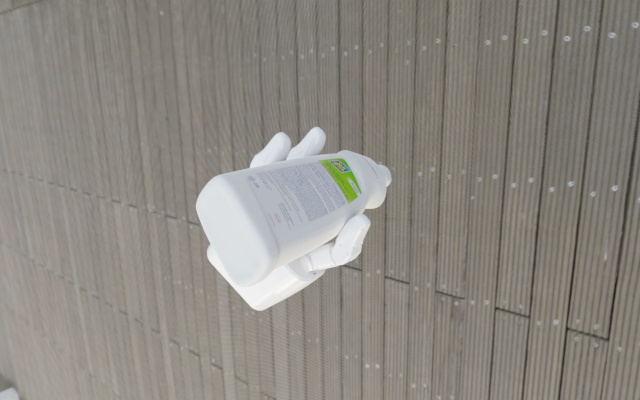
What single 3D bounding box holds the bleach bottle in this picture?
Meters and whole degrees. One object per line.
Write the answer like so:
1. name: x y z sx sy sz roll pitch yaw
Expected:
1. bleach bottle: 0.000 0.002 0.504 0.251 0.102 0.068 -17 -18 -47
